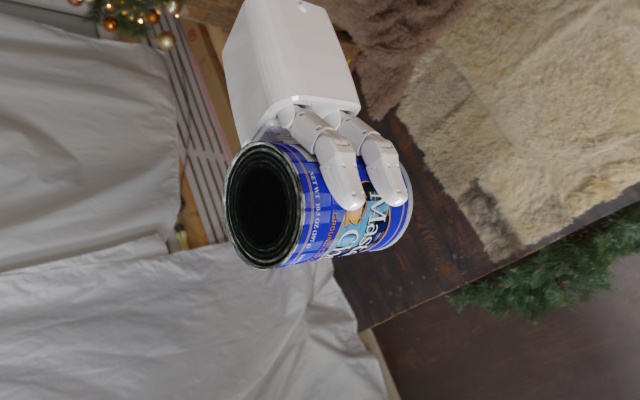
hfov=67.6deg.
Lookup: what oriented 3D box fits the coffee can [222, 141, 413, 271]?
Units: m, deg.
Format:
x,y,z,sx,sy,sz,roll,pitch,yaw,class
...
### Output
x,y,z,sx,sy,sz,roll,pitch,yaw,class
0.000,0.002,0.425,0.103,0.103,0.140,0,2,45,coffee can
